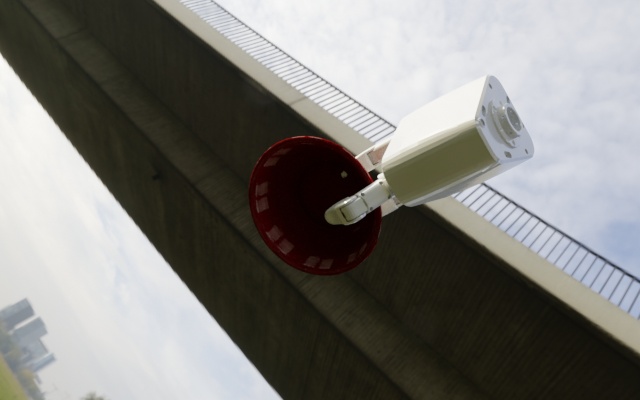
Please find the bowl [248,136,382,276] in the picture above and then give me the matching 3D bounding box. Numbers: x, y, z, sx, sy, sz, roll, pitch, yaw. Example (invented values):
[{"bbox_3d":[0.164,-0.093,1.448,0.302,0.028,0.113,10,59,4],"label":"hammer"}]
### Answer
[{"bbox_3d":[-0.001,0.002,0.547,0.162,0.162,0.055,0,18,25],"label":"bowl"}]
